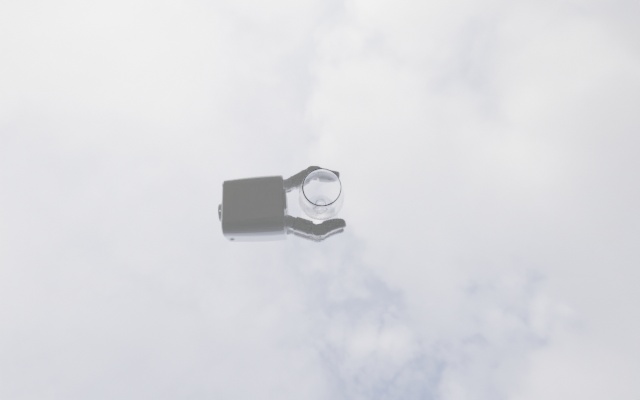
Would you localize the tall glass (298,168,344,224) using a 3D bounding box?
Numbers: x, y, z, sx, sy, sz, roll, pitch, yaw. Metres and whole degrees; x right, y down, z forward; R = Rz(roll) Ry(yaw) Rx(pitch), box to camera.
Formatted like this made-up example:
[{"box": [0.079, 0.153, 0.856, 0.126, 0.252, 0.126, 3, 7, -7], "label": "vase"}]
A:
[{"box": [0.000, 0.003, 0.837, 0.079, 0.079, 0.201, 0, -14, -1], "label": "tall glass"}]
